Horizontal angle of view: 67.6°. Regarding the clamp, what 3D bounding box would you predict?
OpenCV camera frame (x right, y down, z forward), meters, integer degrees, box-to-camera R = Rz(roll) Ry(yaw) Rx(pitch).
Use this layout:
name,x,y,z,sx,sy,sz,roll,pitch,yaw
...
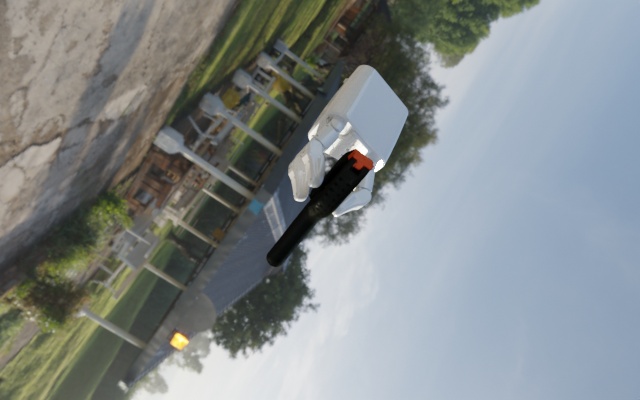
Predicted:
name,x,y,z,sx,sy,sz,roll,pitch,yaw
clamp,0.001,0.002,0.619,0.036,0.164,0.210,35,-28,-9
